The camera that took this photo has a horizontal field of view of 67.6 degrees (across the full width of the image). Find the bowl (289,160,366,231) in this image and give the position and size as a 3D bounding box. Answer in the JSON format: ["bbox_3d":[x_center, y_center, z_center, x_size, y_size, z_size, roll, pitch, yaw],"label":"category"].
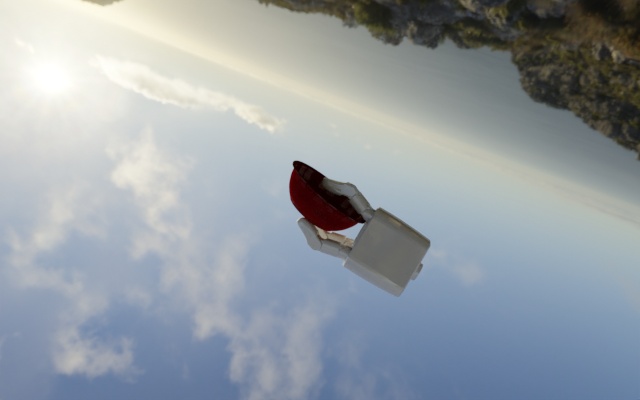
[{"bbox_3d":[-0.001,0.002,0.822,0.162,0.055,0.162,38,13,-11],"label":"bowl"}]
